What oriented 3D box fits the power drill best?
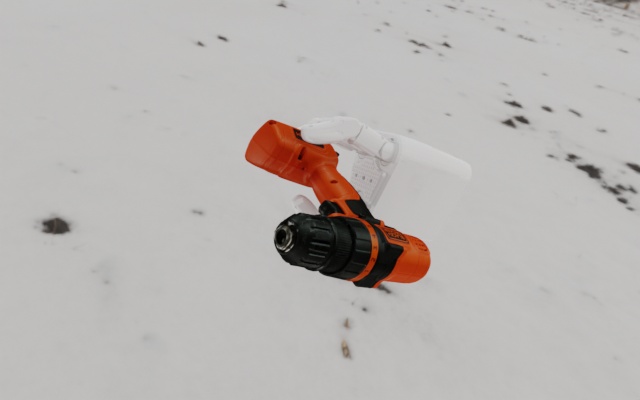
[{"bbox_3d":[0.000,0.001,0.446,0.184,0.057,0.187,18,28,-47],"label":"power drill"}]
